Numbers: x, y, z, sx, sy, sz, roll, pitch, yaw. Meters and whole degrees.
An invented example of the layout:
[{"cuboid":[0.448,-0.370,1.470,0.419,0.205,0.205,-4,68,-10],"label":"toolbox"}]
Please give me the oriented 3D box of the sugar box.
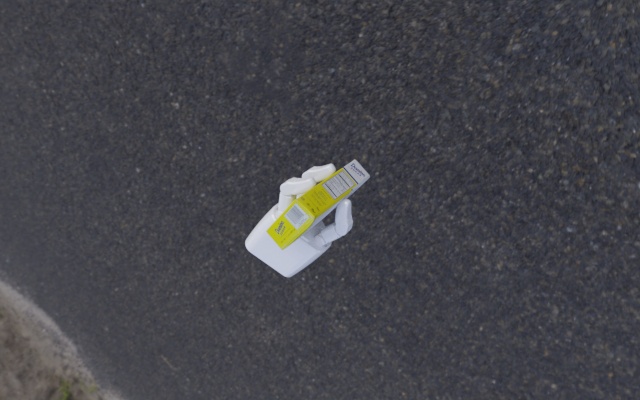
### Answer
[{"cuboid":[0.000,0.002,0.751,0.093,0.048,0.176,-44,-3,40],"label":"sugar box"}]
